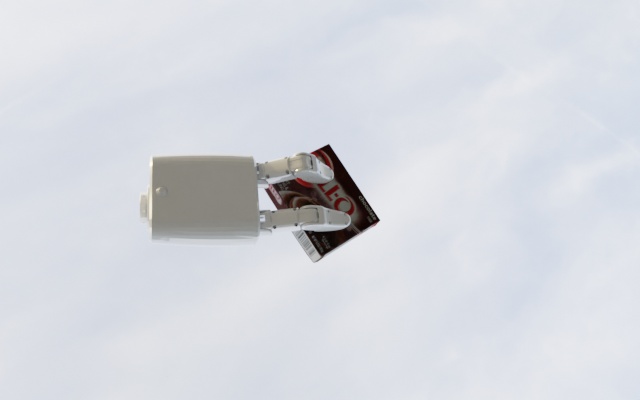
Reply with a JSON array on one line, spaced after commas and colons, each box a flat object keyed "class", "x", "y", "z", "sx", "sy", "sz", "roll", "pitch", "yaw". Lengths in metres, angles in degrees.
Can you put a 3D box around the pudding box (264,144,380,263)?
[{"class": "pudding box", "x": 0.000, "y": 0.002, "z": 0.548, "sx": 0.090, "sy": 0.113, "sz": 0.039, "roll": -29, "pitch": -7, "yaw": -27}]
